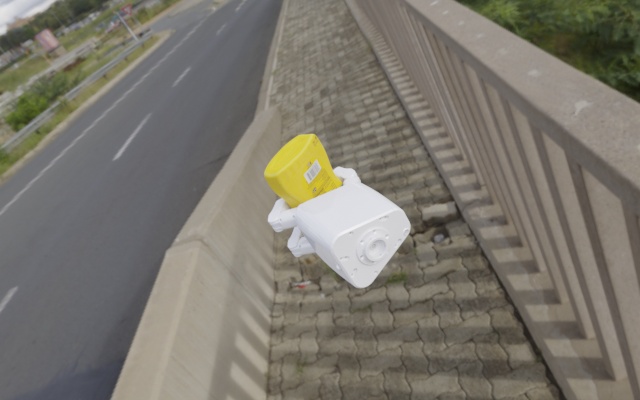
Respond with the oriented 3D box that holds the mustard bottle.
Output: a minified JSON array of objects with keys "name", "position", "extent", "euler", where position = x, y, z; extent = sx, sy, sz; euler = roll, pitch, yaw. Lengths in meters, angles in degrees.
[{"name":"mustard bottle","position":[0.000,0.002,0.711],"extent":[0.058,0.192,0.096],"euler":[2,45,45]}]
